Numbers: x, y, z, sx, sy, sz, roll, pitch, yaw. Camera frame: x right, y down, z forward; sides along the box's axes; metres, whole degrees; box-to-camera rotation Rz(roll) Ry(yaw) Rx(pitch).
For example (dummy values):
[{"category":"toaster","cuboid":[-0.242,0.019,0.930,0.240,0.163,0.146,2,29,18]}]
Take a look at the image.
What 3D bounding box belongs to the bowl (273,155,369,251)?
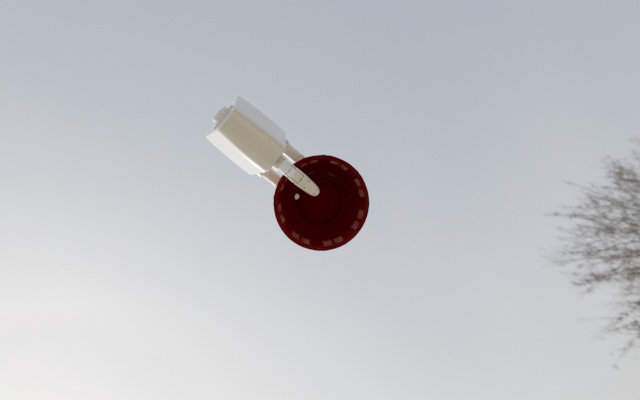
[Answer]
[{"category":"bowl","cuboid":[0.001,0.004,0.822,0.162,0.162,0.055,0,5,-5]}]
